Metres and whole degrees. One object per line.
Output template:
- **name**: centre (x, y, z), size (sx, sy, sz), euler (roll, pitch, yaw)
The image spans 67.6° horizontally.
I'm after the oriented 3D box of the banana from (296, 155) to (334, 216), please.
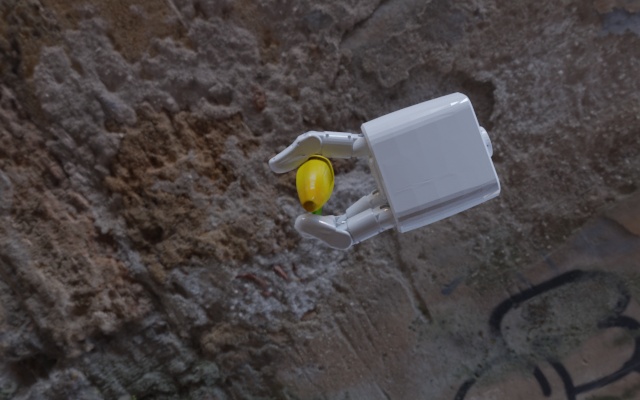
- **banana**: centre (-0.002, -0.016, 0.524), size (0.037, 0.069, 0.198), euler (-8, -6, 2)
